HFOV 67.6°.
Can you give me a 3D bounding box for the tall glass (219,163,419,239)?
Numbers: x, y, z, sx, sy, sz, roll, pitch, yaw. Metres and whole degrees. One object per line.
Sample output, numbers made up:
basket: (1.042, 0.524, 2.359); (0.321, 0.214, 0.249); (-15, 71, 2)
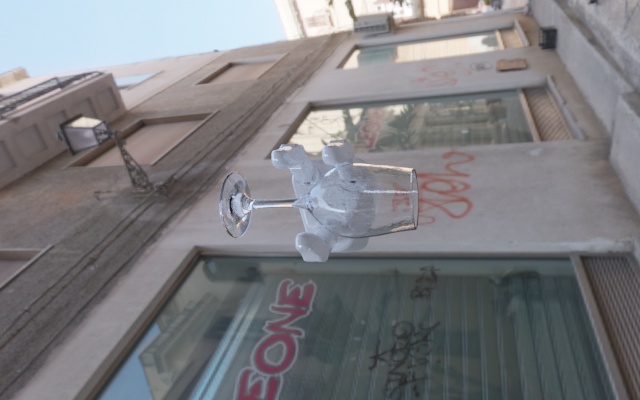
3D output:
tall glass: (-0.001, 0.002, 0.507); (0.201, 0.079, 0.079); (-2, -1, 17)
